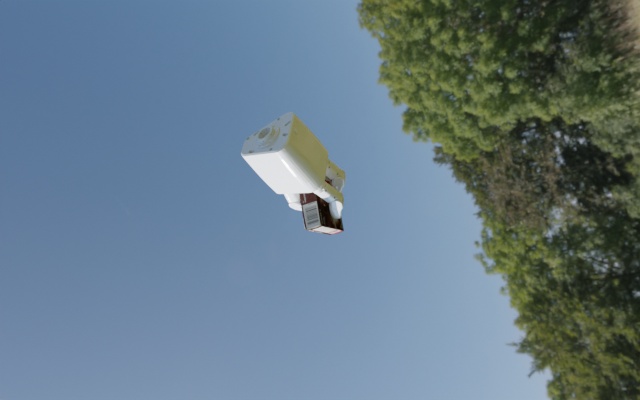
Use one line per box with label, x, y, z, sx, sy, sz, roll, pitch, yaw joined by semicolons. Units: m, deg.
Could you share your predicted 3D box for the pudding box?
pudding box;0.000;0.003;0.884;0.039;0.113;0.090;-15;-16;28
